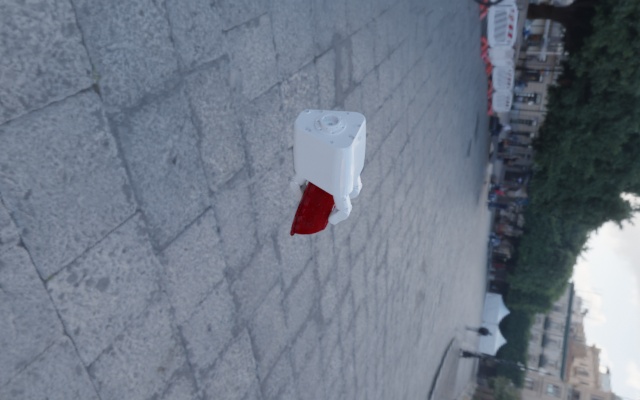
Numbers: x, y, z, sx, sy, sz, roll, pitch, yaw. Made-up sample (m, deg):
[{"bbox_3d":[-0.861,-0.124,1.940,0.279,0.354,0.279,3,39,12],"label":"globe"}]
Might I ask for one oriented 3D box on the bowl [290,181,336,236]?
[{"bbox_3d":[0.000,0.004,0.900,0.055,0.162,0.162,23,2,4],"label":"bowl"}]
